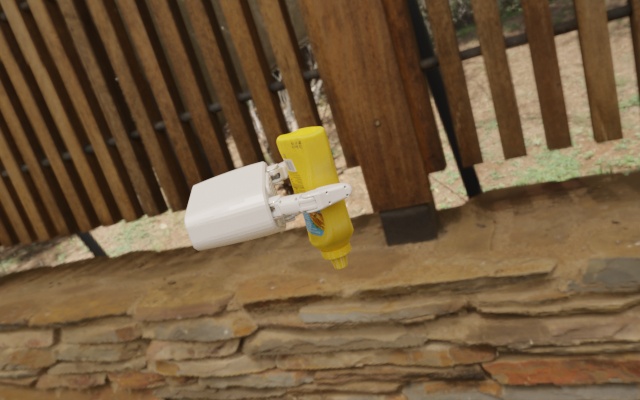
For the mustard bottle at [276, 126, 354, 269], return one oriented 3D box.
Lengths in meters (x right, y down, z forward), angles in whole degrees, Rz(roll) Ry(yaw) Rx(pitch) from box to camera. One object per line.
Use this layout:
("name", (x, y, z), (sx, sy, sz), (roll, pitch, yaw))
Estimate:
("mustard bottle", (0.000, 0.002, 0.625), (0.058, 0.192, 0.096), (-22, 15, -20))
